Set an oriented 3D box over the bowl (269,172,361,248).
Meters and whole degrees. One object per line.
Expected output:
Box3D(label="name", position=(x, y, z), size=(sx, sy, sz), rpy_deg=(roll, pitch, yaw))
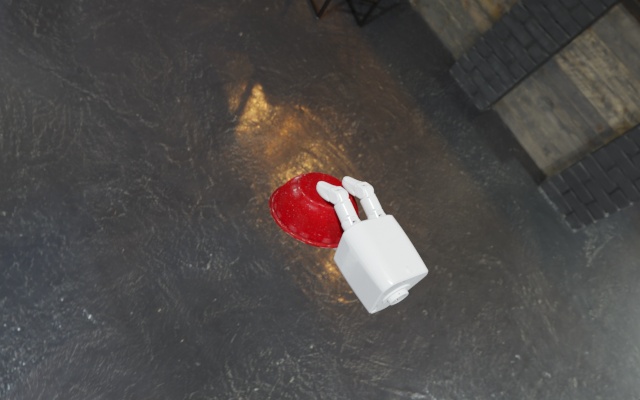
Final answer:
Box3D(label="bowl", position=(-0.001, 0.001, 0.783), size=(0.162, 0.055, 0.162), rpy_deg=(14, 36, -11))
